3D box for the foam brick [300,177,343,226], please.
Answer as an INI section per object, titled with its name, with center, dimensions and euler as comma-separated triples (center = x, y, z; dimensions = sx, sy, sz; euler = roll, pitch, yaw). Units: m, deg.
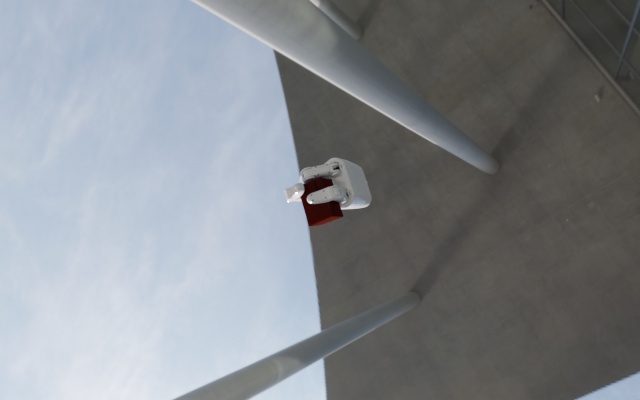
[foam brick]
center = 0.000, 0.003, 0.880
dimensions = 0.053, 0.078, 0.051
euler = -21, -12, 24
